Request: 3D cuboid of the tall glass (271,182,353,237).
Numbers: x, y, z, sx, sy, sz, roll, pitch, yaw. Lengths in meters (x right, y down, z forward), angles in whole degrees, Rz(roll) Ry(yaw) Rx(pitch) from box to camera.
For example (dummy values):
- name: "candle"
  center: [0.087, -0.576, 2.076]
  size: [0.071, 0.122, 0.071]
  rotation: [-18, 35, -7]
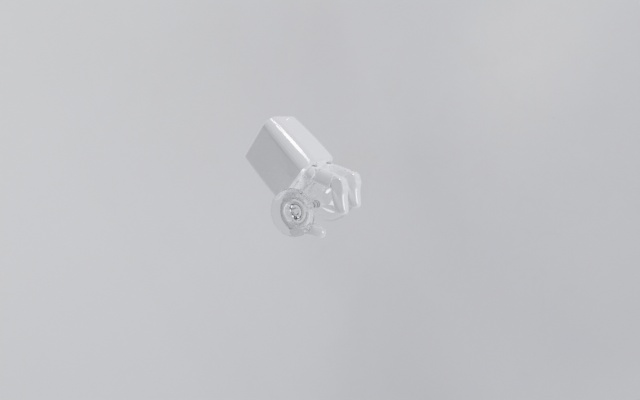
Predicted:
- name: "tall glass"
  center: [0.000, 0.003, 0.798]
  size: [0.079, 0.079, 0.201]
  rotation: [0, 9, 26]
